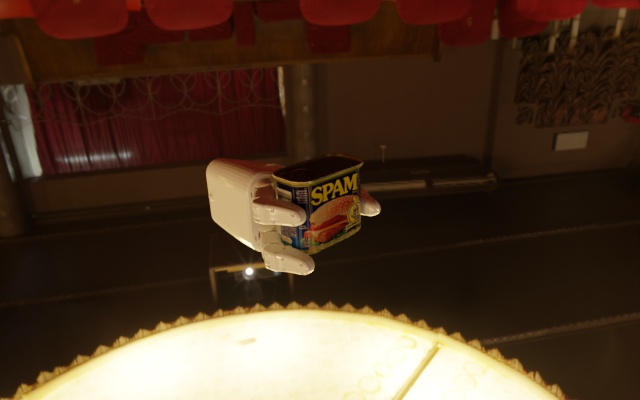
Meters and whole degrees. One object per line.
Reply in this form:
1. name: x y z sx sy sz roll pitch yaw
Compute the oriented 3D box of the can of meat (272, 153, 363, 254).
1. can of meat: 0.000 0.002 0.530 0.102 0.084 0.057 -21 29 -38
